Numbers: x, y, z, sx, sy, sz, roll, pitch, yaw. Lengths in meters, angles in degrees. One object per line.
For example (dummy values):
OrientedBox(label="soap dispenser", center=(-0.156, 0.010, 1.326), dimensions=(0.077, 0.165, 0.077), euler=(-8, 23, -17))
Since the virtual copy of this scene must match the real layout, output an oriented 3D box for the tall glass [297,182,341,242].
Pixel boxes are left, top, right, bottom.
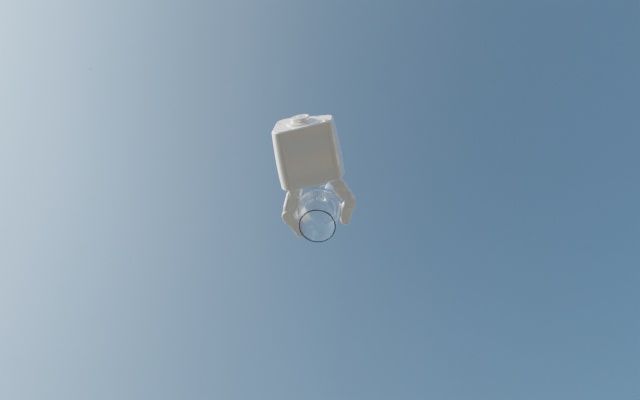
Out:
OrientedBox(label="tall glass", center=(0.000, 0.003, 0.883), dimensions=(0.079, 0.079, 0.201), euler=(0, 24, 3))
